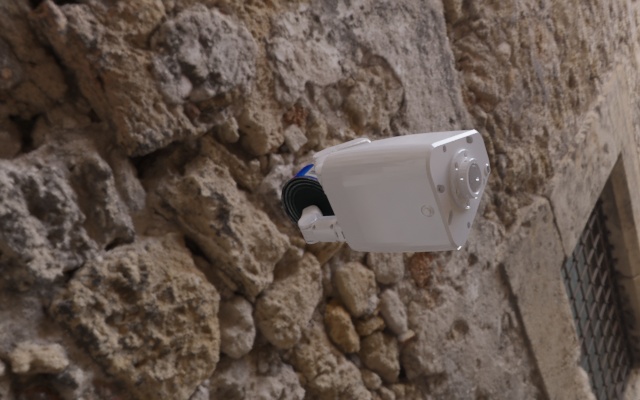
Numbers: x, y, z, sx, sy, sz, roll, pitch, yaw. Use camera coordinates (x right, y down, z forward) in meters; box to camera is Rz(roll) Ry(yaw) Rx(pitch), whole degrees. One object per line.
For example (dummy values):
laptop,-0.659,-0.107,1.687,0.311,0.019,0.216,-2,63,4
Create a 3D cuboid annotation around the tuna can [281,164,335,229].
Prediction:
tuna can,0.000,0.001,0.541,0.086,0.086,0.033,0,34,37
